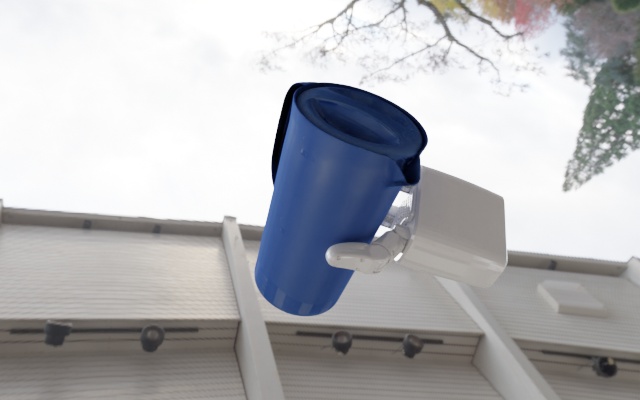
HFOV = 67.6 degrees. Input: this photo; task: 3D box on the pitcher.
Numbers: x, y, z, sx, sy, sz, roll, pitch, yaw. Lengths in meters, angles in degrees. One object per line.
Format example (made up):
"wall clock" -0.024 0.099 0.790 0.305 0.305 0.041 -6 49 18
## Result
"pitcher" 0.000 0.002 0.516 0.145 0.243 0.149 18 34 -4
